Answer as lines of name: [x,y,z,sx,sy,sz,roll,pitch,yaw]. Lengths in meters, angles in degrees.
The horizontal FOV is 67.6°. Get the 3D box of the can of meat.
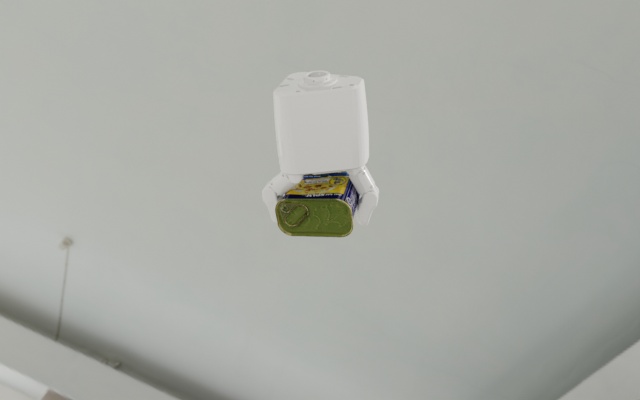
can of meat: [0.000,0.002,0.646,0.102,0.057,0.084,0,31,15]
